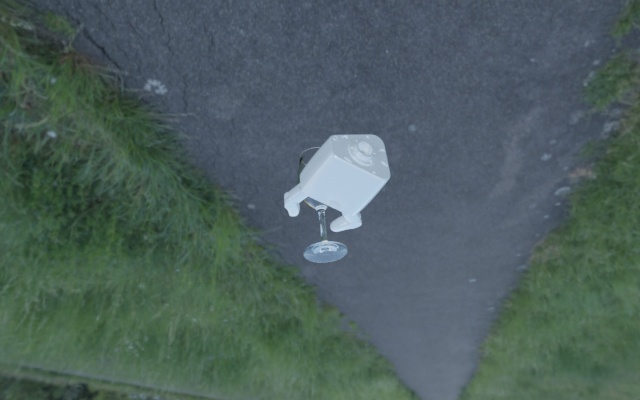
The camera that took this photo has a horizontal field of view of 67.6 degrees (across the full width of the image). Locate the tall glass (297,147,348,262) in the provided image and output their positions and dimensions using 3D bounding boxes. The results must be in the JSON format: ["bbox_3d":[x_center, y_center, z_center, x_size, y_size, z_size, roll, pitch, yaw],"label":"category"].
[{"bbox_3d":[0.000,0.003,0.845,0.079,0.201,0.079,-4,-32,-3],"label":"tall glass"}]
